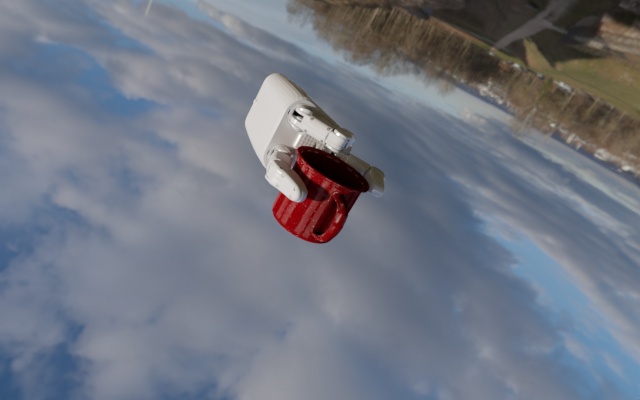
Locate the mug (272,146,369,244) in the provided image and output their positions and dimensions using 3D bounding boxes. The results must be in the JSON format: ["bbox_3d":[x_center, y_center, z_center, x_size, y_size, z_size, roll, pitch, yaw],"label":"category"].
[{"bbox_3d":[0.001,0.003,0.541,0.093,0.081,0.117,18,24,-30],"label":"mug"}]
